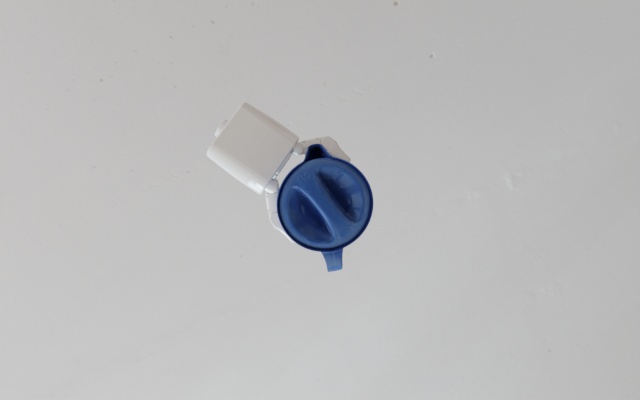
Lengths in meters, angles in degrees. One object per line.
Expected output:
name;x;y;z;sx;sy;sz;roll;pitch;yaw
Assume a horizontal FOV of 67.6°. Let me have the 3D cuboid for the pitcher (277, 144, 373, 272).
pitcher;0.000;0.002;0.766;0.145;0.149;0.243;34;4;-7
